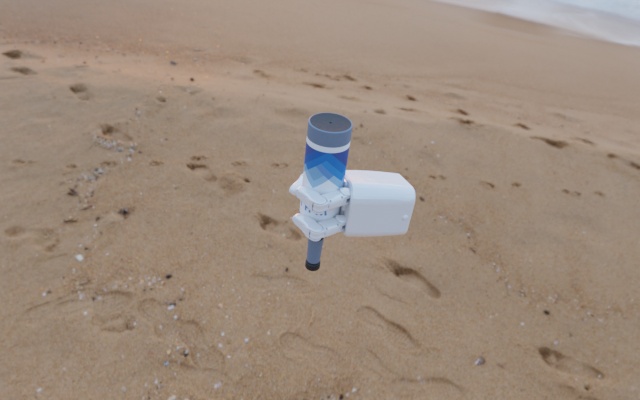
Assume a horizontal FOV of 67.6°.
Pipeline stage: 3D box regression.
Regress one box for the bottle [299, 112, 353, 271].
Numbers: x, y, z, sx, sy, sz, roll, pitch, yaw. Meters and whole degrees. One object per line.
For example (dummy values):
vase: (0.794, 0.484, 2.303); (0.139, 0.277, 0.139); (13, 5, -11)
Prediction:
bottle: (0.000, 0.002, 0.792); (0.069, 0.296, 0.069); (5, 36, -3)
